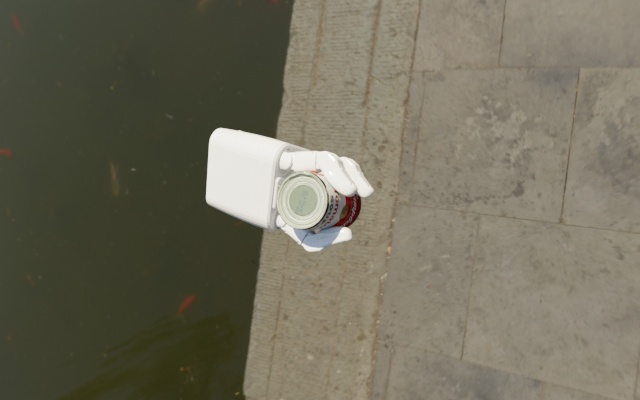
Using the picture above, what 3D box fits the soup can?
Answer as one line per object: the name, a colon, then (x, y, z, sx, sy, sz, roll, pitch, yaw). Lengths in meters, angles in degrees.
soup can: (0.000, 0.002, 0.576, 0.068, 0.068, 0.102, 0, -3, 25)
